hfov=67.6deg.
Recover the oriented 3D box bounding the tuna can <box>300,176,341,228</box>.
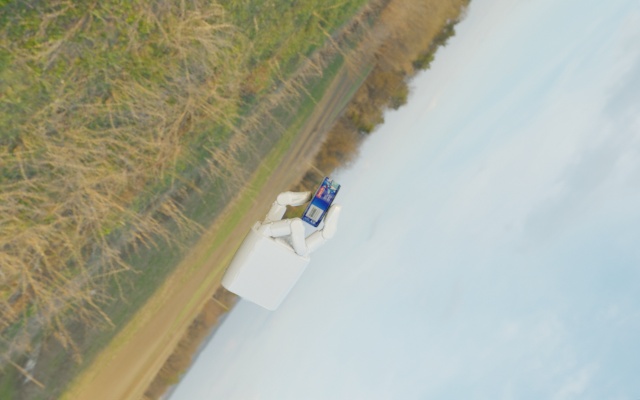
[{"bbox_3d":[0.001,0.003,0.808,0.034,0.086,0.086,30,-1,-1],"label":"tuna can"}]
